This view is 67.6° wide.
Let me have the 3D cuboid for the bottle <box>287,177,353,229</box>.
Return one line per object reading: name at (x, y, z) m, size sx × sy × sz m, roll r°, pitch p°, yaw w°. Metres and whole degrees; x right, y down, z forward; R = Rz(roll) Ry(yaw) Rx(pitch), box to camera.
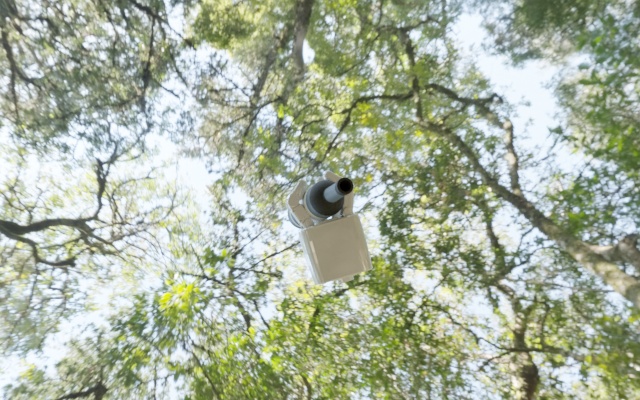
bottle at (0.000, 0.003, 0.889) m, size 0.069 × 0.069 × 0.296 m, roll 0°, pitch -10°, yaw -16°
